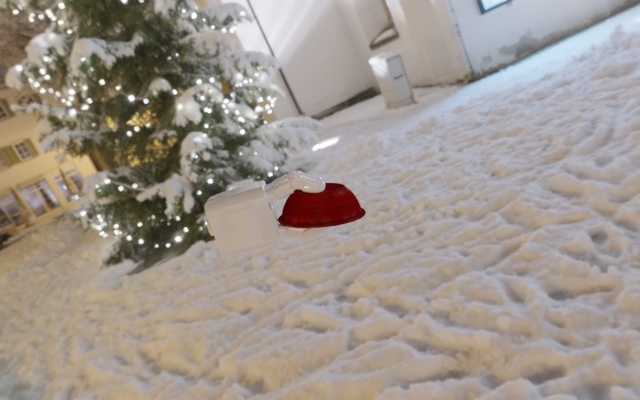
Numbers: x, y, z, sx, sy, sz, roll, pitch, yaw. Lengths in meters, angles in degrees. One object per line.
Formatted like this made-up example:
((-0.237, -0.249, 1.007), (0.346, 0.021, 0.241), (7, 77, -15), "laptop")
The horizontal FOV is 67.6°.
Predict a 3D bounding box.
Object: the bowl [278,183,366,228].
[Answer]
((0.001, 0.002, 0.867), (0.162, 0.055, 0.162), (-5, 12, 1), "bowl")
